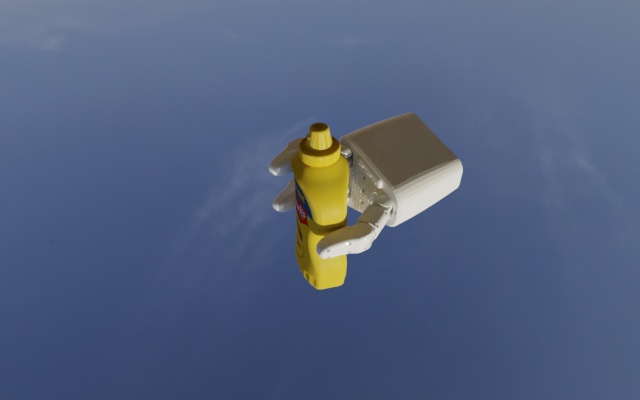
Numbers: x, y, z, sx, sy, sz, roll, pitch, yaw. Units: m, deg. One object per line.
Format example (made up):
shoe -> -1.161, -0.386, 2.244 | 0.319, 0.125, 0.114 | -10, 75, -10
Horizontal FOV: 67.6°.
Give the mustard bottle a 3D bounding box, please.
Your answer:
mustard bottle -> 0.000, 0.002, 0.516 | 0.058, 0.192, 0.096 | -8, 42, -9
